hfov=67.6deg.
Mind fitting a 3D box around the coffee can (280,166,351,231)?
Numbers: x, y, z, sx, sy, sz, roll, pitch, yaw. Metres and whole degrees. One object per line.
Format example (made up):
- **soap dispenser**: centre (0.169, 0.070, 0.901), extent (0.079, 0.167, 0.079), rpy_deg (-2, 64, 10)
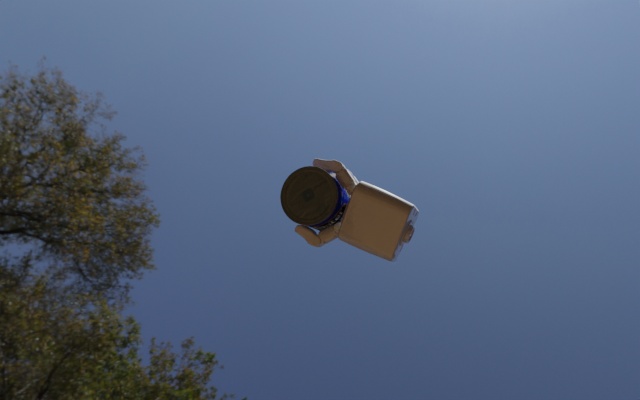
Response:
- **coffee can**: centre (0.000, 0.003, 0.877), extent (0.103, 0.103, 0.140), rpy_deg (0, -10, 18)
